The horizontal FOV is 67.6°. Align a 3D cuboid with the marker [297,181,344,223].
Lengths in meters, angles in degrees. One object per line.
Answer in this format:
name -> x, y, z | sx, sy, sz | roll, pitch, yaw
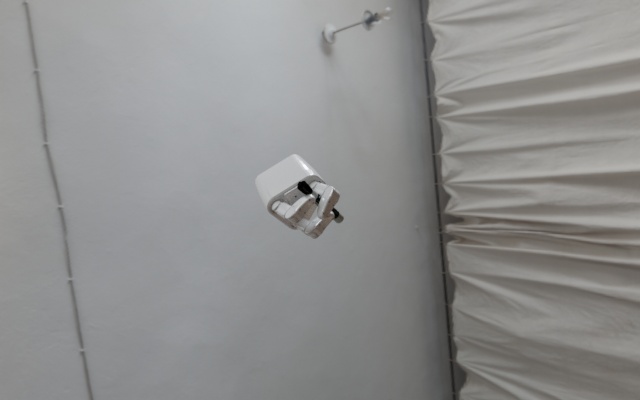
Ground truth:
marker -> 0.000, 0.003, 0.849 | 0.020, 0.020, 0.121 | 0, -32, 45
